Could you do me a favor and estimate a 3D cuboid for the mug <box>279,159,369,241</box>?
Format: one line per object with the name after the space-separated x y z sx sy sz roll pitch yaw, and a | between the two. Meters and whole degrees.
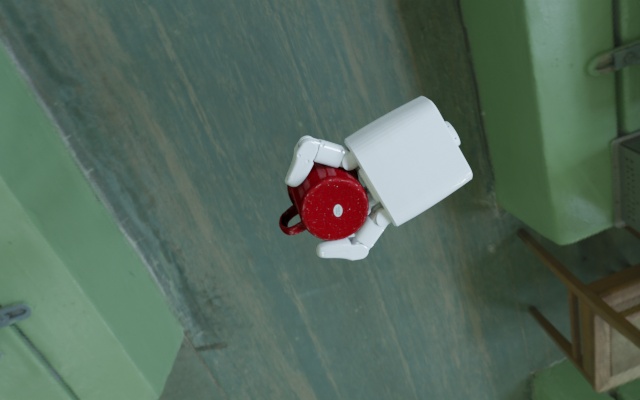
-0.001 0.003 0.574 0.117 0.093 0.081 -32 25 4 | mug
